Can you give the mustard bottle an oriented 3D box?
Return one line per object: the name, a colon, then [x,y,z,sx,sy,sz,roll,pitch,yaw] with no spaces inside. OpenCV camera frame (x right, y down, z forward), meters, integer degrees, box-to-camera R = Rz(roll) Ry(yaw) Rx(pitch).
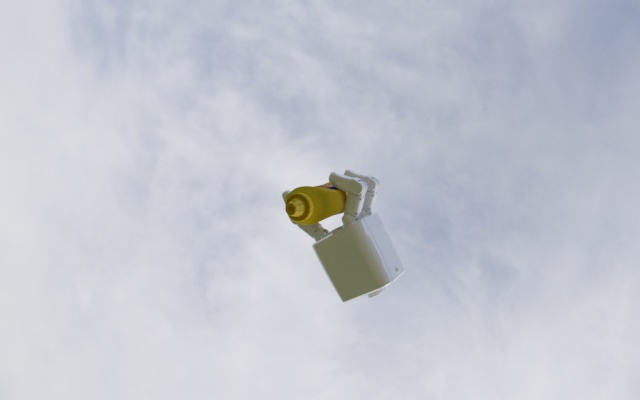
mustard bottle: [0.000,0.002,0.743,0.096,0.058,0.191,-2,6,26]
